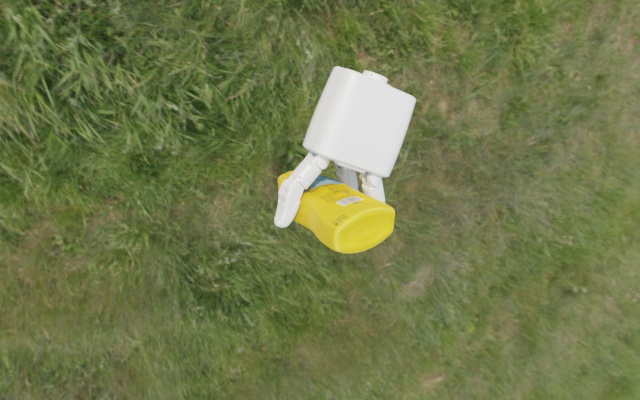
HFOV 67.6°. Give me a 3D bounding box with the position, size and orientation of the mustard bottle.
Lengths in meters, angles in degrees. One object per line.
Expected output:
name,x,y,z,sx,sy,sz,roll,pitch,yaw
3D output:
mustard bottle,0.000,0.002,0.627,0.096,0.058,0.191,-17,31,-32
